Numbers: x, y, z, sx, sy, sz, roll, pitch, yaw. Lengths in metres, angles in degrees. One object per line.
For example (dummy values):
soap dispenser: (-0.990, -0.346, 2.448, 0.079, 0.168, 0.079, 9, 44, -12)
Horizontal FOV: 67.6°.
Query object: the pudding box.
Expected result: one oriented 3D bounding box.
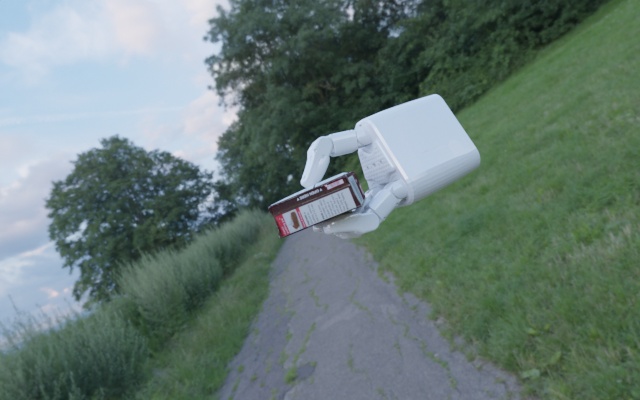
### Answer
pudding box: (0.000, 0.002, 0.523, 0.090, 0.039, 0.113, -23, 0, 9)
